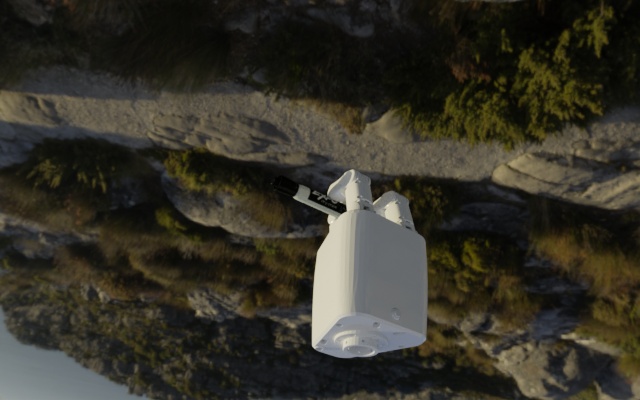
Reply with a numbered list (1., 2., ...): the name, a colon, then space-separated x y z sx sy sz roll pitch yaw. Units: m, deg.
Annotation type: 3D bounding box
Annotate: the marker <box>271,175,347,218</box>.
1. marker: 0.000 0.002 0.529 0.121 0.020 0.020 25 -10 -23
